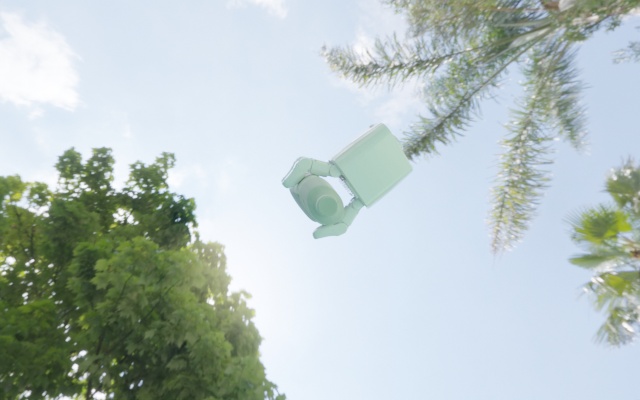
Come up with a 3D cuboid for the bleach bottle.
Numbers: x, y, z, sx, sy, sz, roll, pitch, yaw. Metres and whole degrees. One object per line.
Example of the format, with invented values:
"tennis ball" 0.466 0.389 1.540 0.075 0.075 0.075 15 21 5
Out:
"bleach bottle" 0.000 0.003 0.800 0.068 0.102 0.251 -39 9 -2
